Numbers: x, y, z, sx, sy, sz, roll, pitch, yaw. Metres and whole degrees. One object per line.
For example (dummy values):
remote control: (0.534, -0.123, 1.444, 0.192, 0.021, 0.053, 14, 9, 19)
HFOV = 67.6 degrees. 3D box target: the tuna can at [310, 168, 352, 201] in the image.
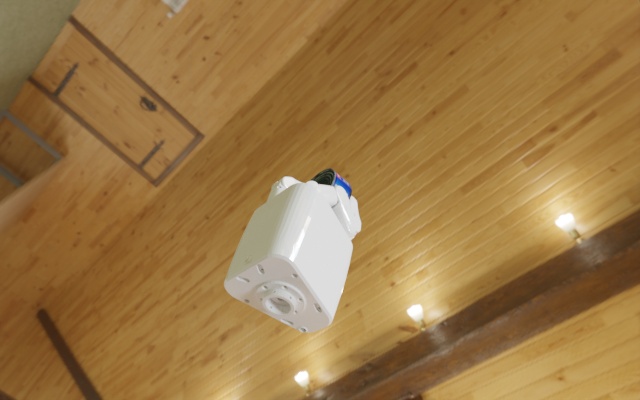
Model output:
tuna can: (0.001, 0.002, 0.619, 0.034, 0.086, 0.086, 39, -16, -20)
